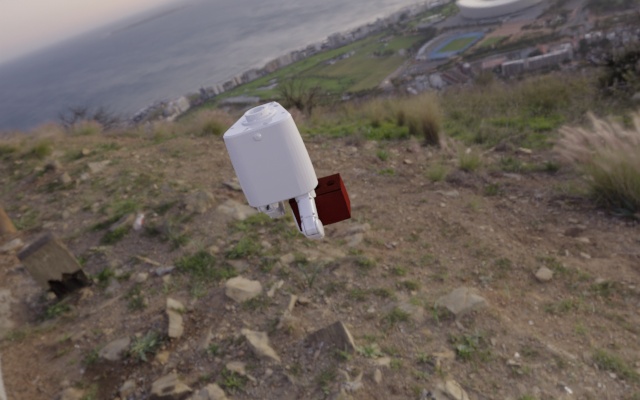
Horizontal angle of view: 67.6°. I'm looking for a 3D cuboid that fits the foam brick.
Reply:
[{"bbox_3d":[0.000,0.002,0.685,0.078,0.051,0.053,-16,26,8],"label":"foam brick"}]
